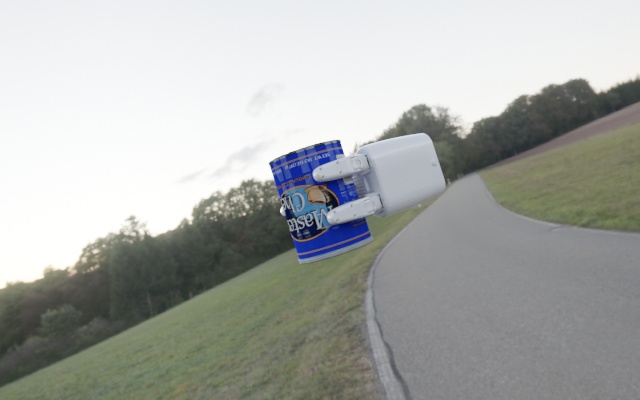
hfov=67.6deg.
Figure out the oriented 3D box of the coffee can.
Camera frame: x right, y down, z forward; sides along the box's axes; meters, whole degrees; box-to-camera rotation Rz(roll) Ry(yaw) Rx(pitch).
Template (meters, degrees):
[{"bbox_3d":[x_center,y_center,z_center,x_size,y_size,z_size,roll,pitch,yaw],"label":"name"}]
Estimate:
[{"bbox_3d":[0.000,0.002,0.635,0.103,0.140,0.103,-18,-1,0],"label":"coffee can"}]
